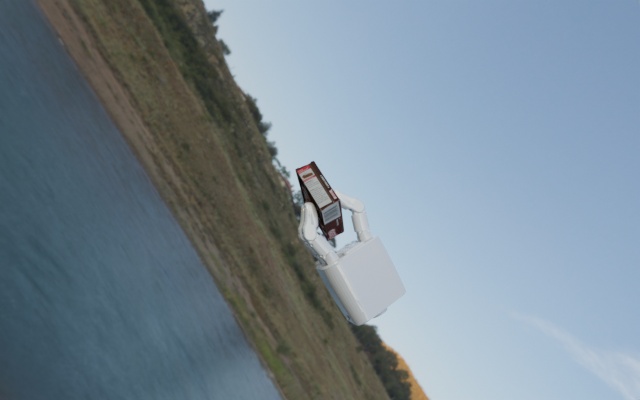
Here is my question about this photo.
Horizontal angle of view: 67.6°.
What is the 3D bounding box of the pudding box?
[{"bbox_3d":[0.000,0.003,0.785,0.039,0.090,0.114,-27,-29,-11],"label":"pudding box"}]
